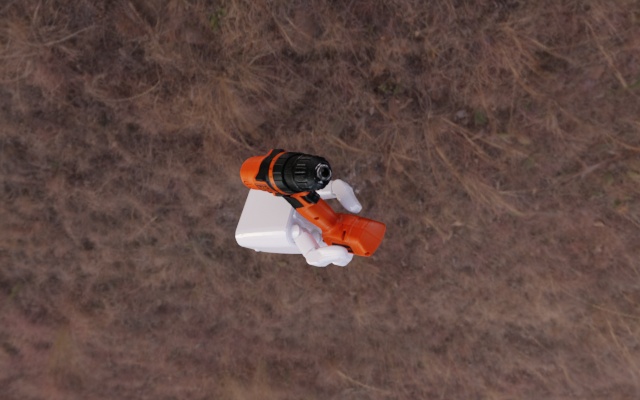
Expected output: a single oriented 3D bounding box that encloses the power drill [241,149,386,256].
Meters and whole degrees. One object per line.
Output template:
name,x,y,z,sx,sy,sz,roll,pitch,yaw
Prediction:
power drill,0.000,0.002,0.629,0.188,0.057,0.184,41,-17,-29
